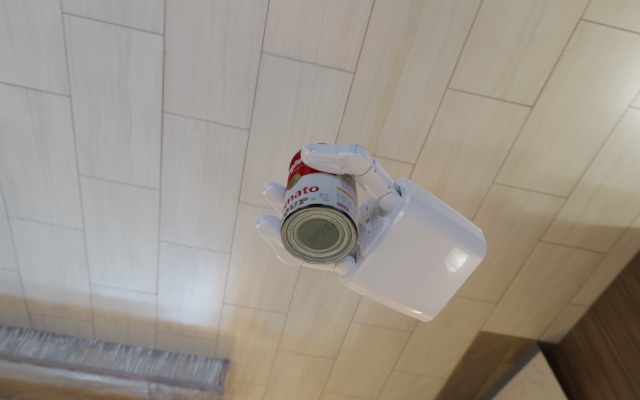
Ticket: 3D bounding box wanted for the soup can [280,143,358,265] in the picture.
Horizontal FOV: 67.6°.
[{"bbox_3d":[0.000,0.001,0.443,0.068,0.069,0.102,0,37,2],"label":"soup can"}]
